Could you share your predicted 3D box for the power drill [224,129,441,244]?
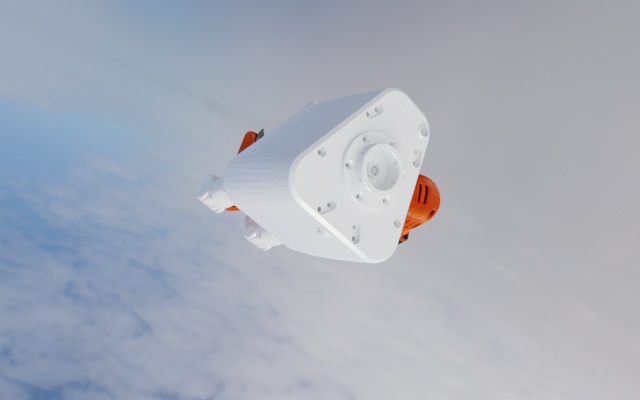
[{"bbox_3d":[0.000,0.001,0.481,0.187,0.057,0.184,14,-22,-13],"label":"power drill"}]
